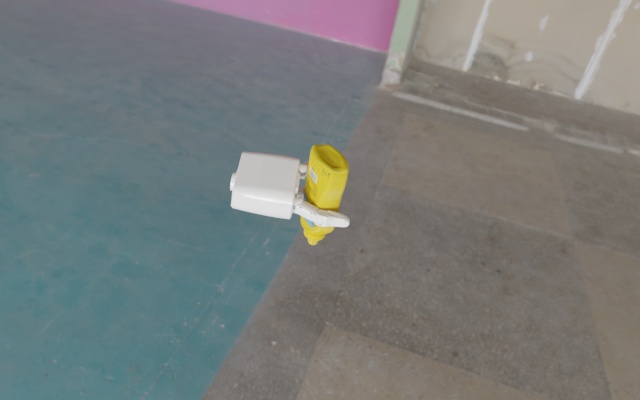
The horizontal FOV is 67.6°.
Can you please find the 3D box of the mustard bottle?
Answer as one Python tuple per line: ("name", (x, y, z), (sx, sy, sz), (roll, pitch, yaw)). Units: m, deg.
("mustard bottle", (0.001, 0.003, 0.859), (0.058, 0.192, 0.096), (-6, 38, -24))
